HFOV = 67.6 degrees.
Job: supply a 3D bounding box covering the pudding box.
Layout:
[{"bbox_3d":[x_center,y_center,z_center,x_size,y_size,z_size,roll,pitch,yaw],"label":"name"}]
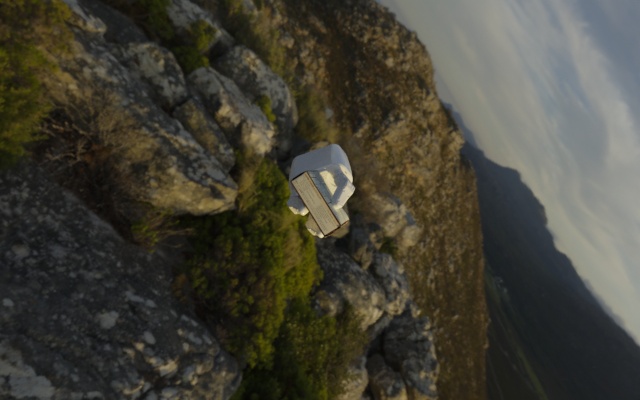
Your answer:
[{"bbox_3d":[0.000,0.003,0.820,0.039,0.113,0.090,-34,-4,13],"label":"pudding box"}]
